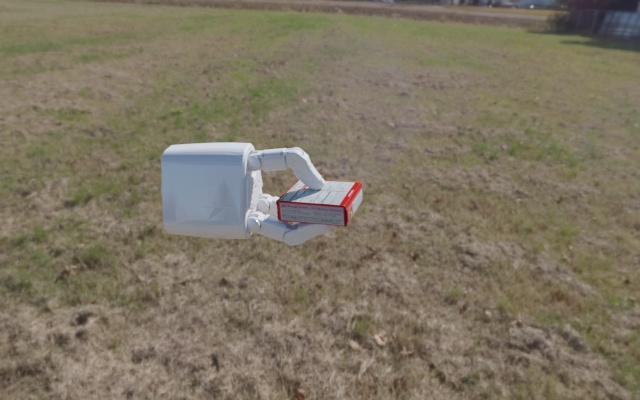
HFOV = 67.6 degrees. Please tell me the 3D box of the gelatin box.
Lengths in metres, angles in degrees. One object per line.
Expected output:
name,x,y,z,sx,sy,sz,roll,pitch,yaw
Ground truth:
gelatin box,0.000,0.002,0.587,0.089,0.030,0.073,3,24,20
